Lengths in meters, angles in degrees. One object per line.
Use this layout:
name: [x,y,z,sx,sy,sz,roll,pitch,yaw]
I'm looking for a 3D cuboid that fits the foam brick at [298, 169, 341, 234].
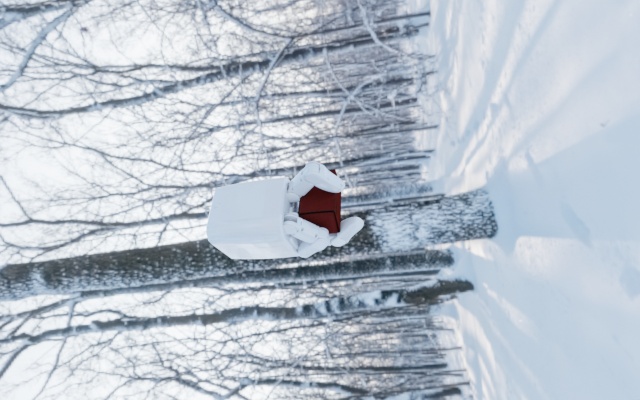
foam brick: [0.000,0.002,0.674,0.051,0.078,0.053,-5,-41,10]
